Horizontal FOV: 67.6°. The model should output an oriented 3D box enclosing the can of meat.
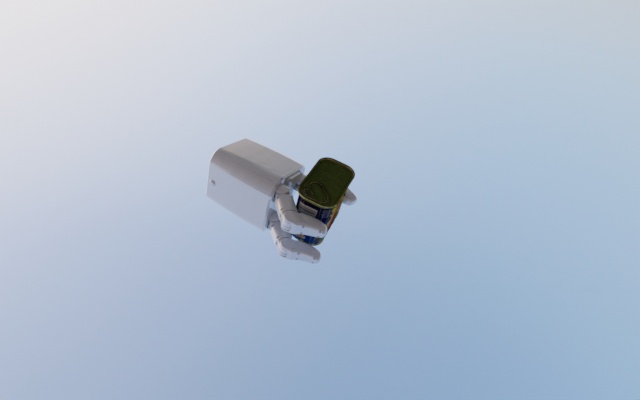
[{"bbox_3d":[0.000,0.002,0.677,0.057,0.084,0.102,25,42,8],"label":"can of meat"}]
